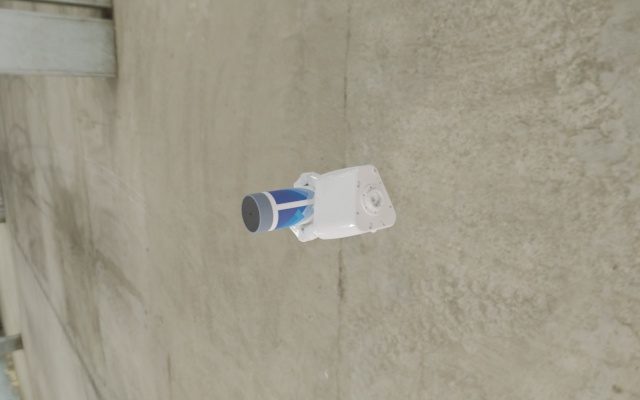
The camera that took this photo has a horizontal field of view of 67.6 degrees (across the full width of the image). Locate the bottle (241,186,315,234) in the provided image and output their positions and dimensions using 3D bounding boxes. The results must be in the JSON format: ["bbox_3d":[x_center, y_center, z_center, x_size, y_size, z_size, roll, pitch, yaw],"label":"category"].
[{"bbox_3d":[0.000,0.003,0.882,0.295,0.069,0.069,-10,6,-36],"label":"bottle"}]
